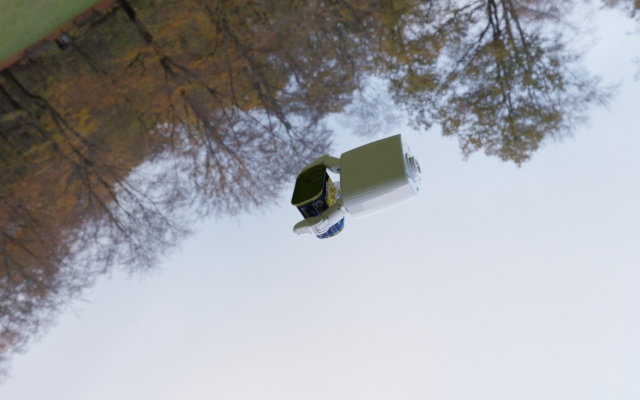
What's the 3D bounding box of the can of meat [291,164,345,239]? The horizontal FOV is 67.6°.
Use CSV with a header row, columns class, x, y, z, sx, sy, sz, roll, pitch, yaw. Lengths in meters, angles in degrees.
class,x,y,z,sx,sy,sz,roll,pitch,yaw
can of meat,0.000,0.003,0.795,0.057,0.084,0.102,-22,31,20
